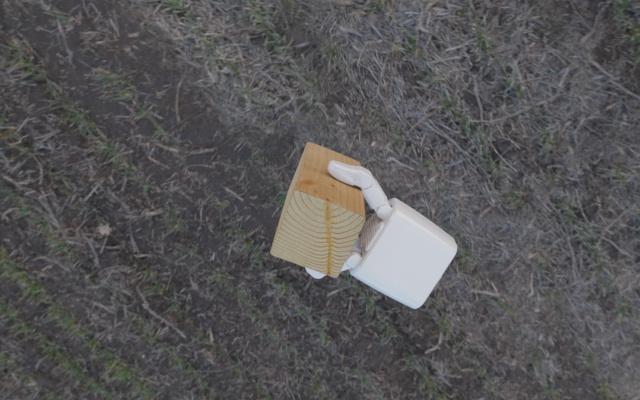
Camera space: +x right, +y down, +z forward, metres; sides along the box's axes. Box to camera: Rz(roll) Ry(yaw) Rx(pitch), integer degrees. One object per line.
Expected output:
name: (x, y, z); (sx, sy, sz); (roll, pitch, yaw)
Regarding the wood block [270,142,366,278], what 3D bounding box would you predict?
wood block: (0.001, 0.002, 0.648); (0.090, 0.091, 0.206); (21, 21, -6)
